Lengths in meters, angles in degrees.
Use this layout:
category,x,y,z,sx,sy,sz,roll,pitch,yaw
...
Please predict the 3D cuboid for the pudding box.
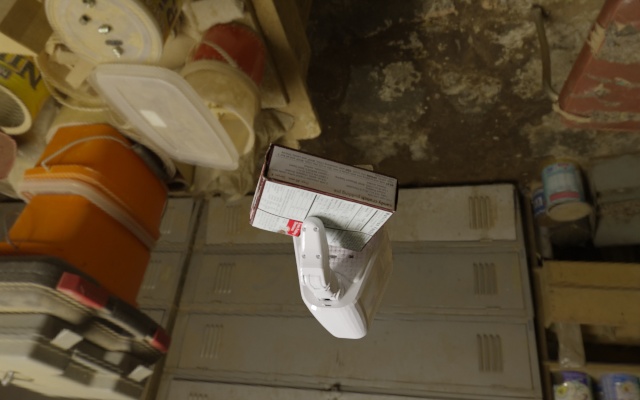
category,x,y,z,sx,sy,sz,roll,pitch,yaw
pudding box,0.000,0.002,0.415,0.113,0.039,0.090,13,-31,-10
